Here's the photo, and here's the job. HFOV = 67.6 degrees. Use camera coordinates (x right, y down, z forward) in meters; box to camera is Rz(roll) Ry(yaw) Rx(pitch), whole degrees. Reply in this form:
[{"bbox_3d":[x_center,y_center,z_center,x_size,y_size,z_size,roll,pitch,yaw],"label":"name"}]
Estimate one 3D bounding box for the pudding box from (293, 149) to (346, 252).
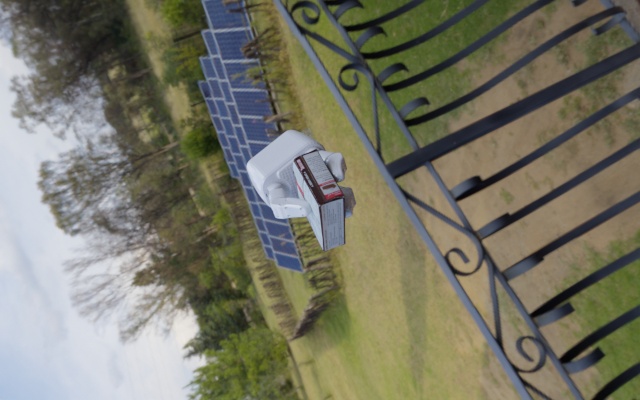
[{"bbox_3d":[0.000,0.002,0.643,0.039,0.090,0.114,-23,-35,-11],"label":"pudding box"}]
